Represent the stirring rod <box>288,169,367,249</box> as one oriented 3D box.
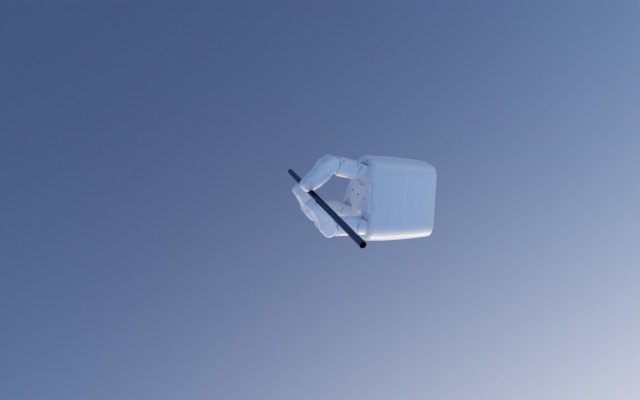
[{"bbox_3d":[0.000,0.002,0.603,0.011,0.011,0.239,0,22,-24],"label":"stirring rod"}]
